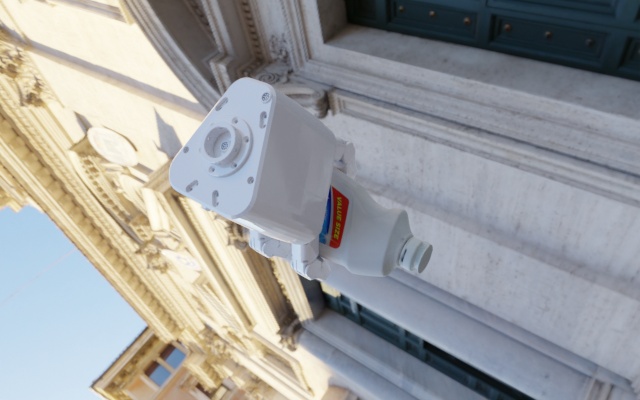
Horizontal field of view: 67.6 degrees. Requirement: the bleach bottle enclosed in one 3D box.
[{"bbox_3d":[0.000,0.002,0.498,0.250,0.102,0.068,24,-2,29],"label":"bleach bottle"}]
